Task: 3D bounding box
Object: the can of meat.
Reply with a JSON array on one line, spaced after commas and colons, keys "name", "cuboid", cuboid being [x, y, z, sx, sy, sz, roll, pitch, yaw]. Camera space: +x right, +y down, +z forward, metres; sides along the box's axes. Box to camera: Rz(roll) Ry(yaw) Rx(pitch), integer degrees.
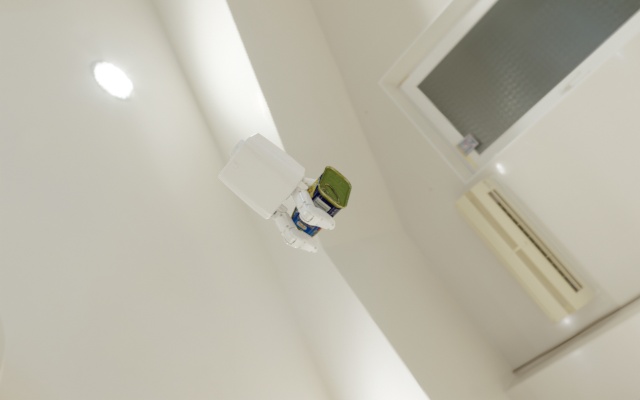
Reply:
[{"name": "can of meat", "cuboid": [0.000, 0.003, 0.793, 0.057, 0.084, 0.102, 39, 27, -10]}]
